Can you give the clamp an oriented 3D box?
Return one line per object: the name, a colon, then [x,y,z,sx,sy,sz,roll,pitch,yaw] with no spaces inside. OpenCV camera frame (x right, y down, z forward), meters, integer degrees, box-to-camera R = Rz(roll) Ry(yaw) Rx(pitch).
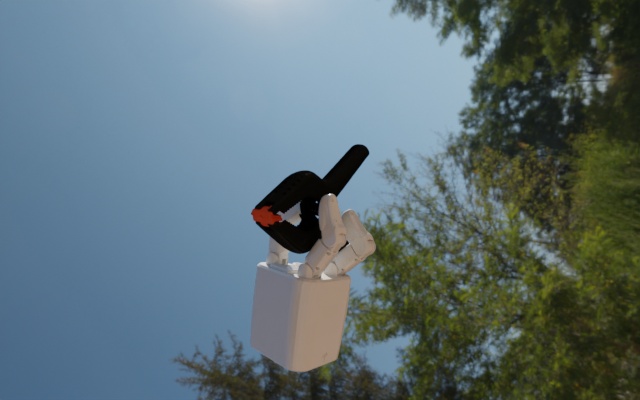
clamp: [-0.001,0.002,0.571,0.036,0.164,0.210,7,0,34]
